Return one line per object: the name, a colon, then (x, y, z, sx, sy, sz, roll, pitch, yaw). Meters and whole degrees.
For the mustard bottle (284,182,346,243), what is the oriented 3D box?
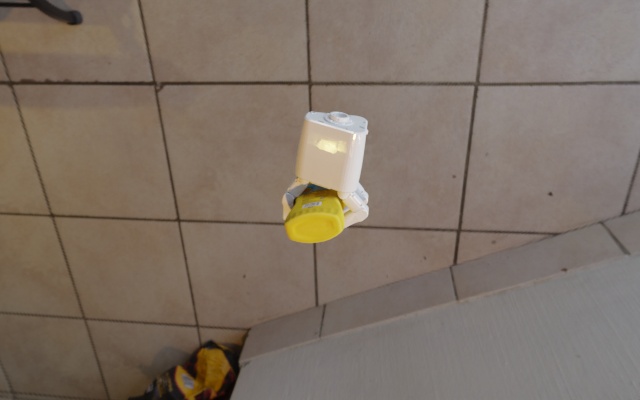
mustard bottle: (0.000, 0.003, 0.850, 0.096, 0.058, 0.191, -11, 24, 14)
